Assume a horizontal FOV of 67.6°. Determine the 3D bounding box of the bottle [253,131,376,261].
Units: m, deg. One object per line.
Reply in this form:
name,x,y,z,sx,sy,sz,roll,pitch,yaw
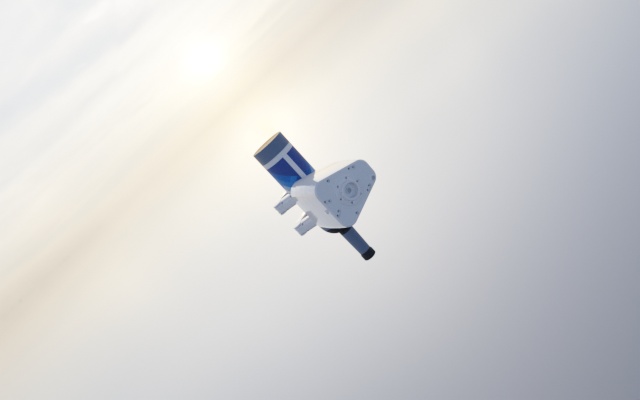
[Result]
bottle,0.000,0.003,0.886,0.069,0.296,0.069,-39,16,13
